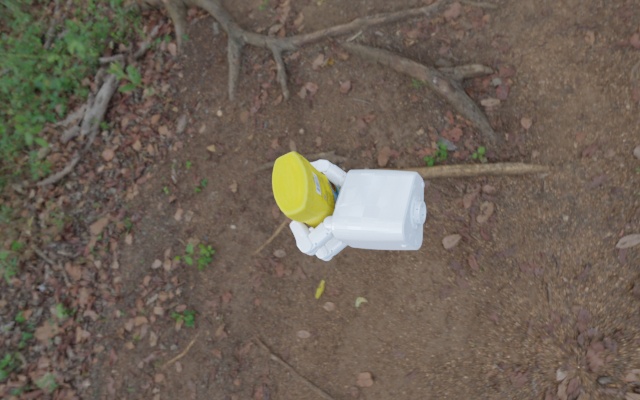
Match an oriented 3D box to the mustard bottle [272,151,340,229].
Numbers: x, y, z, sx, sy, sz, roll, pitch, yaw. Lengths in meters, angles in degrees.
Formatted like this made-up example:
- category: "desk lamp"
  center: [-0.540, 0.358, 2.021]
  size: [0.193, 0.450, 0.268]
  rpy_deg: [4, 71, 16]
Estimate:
- category: "mustard bottle"
  center: [0.000, 0.002, 0.734]
  size: [0.058, 0.096, 0.192]
  rpy_deg: [-23, -27, 20]
